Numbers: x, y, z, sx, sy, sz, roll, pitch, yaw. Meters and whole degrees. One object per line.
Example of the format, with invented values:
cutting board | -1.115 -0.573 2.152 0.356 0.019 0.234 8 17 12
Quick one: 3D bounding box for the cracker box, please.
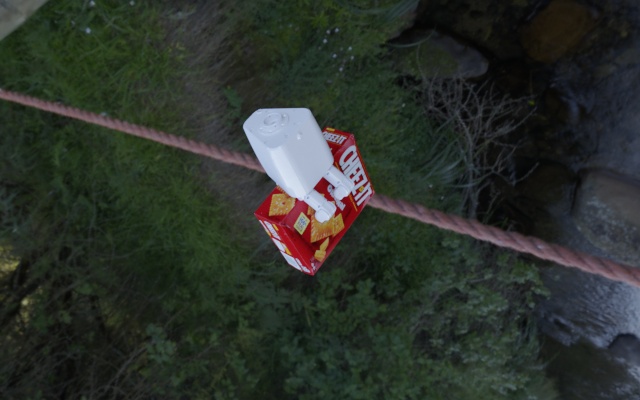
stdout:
cracker box | 0.000 0.003 0.854 0.072 0.213 0.164 22 -28 36
